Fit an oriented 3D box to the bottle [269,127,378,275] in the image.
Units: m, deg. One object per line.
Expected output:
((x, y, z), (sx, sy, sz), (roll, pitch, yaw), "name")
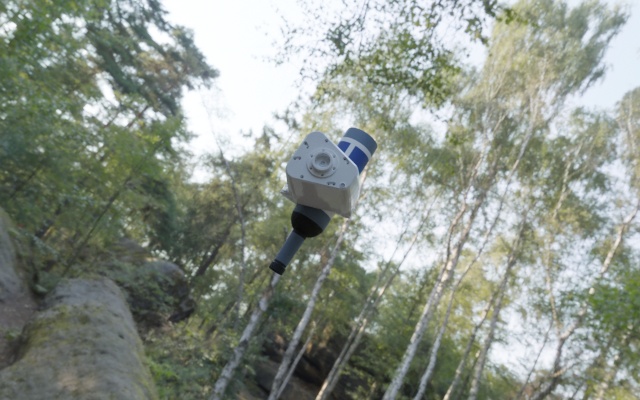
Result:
((0.000, 0.003, 0.856), (0.069, 0.295, 0.069), (31, -15, 9), "bottle")
